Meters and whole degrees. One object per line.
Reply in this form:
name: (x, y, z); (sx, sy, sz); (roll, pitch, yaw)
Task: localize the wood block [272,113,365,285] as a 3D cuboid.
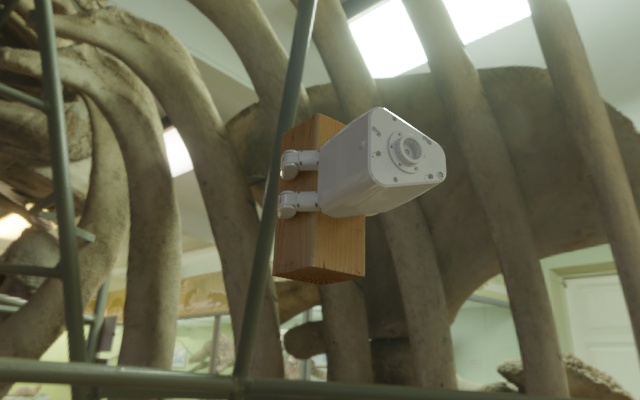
wood block: (0.001, 0.002, 0.648); (0.091, 0.206, 0.090); (18, -25, -35)
